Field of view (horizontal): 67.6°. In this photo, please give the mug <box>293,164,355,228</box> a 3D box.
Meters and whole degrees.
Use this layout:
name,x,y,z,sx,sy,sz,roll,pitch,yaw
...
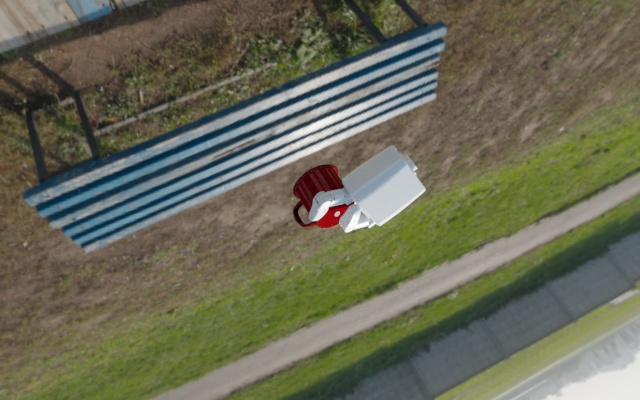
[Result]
name,x,y,z,sx,sy,sz,roll,pitch,yaw
mug,-0.001,0.004,0.862,0.117,0.081,0.093,-38,-30,12
